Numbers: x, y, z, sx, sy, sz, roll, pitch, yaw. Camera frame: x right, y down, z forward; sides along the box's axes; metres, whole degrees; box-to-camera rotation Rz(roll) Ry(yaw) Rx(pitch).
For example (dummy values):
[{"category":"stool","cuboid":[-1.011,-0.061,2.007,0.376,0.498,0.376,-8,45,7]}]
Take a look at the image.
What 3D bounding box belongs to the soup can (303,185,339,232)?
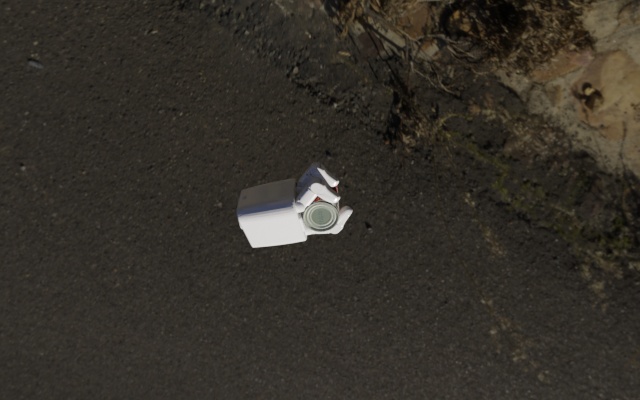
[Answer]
[{"category":"soup can","cuboid":[0.001,0.003,0.889,0.068,0.068,0.102,0,32,-1]}]
